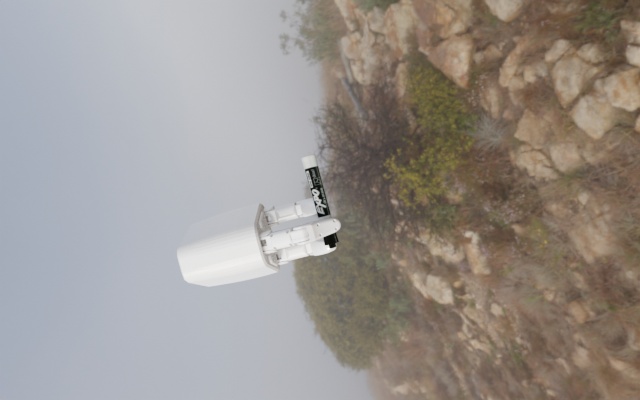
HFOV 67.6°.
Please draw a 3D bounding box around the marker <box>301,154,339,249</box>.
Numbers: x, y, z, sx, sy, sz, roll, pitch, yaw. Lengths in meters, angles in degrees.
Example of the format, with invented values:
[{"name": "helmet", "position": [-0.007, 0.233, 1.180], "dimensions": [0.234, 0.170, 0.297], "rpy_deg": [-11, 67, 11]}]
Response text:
[{"name": "marker", "position": [0.000, 0.002, 0.608], "dimensions": [0.020, 0.121, 0.020], "rpy_deg": [-15, 1, 0]}]
